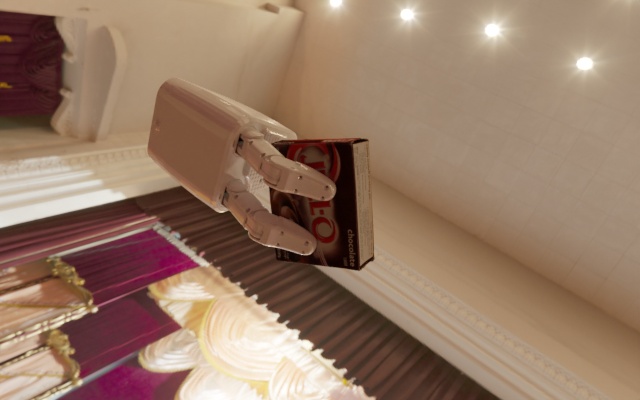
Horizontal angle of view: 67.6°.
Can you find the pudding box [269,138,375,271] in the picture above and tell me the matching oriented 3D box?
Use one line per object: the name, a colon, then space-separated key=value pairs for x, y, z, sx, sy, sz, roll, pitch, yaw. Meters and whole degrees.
pudding box: x=0.000 y=0.001 z=0.430 sx=0.090 sy=0.113 sz=0.039 roll=2 pitch=15 yaw=33
